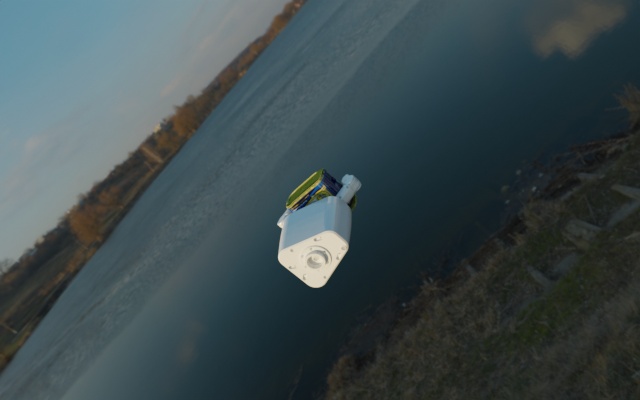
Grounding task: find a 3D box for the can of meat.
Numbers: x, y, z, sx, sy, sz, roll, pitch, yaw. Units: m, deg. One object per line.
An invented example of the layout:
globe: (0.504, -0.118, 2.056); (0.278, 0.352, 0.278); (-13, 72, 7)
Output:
can of meat: (0.000, 0.003, 0.859); (0.102, 0.084, 0.057); (-40, 20, 26)
